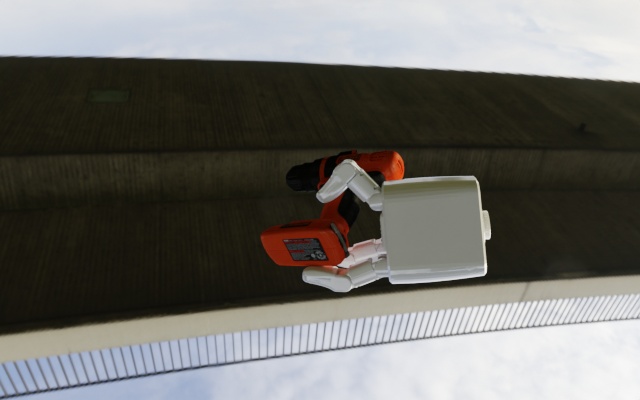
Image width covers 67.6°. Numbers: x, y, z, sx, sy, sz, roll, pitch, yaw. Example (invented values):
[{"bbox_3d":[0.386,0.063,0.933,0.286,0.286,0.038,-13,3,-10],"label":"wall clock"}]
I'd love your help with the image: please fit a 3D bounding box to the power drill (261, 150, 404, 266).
[{"bbox_3d":[0.000,0.002,0.623,0.184,0.057,0.187,-6,35,35],"label":"power drill"}]
